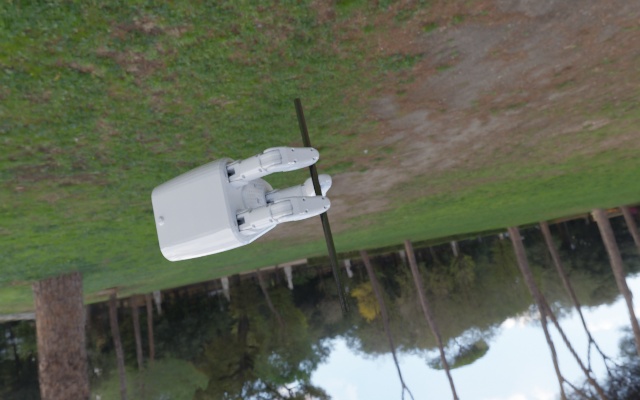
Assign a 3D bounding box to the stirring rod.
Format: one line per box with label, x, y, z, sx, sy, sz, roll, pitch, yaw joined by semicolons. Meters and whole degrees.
stirring rod;0.000;0.002;0.519;0.011;0.239;0.011;-13;-9;-2
